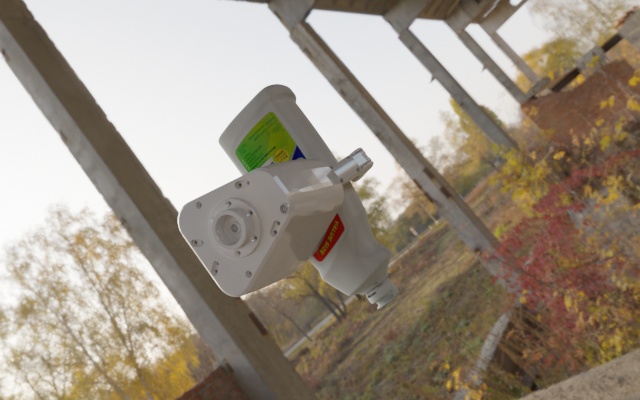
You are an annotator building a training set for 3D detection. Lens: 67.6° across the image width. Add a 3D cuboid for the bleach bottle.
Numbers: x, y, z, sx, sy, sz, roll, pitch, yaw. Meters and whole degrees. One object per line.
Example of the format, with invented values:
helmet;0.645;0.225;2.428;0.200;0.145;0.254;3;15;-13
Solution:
bleach bottle;0.000;0.002;0.512;0.102;0.251;0.068;-42;-10;21
